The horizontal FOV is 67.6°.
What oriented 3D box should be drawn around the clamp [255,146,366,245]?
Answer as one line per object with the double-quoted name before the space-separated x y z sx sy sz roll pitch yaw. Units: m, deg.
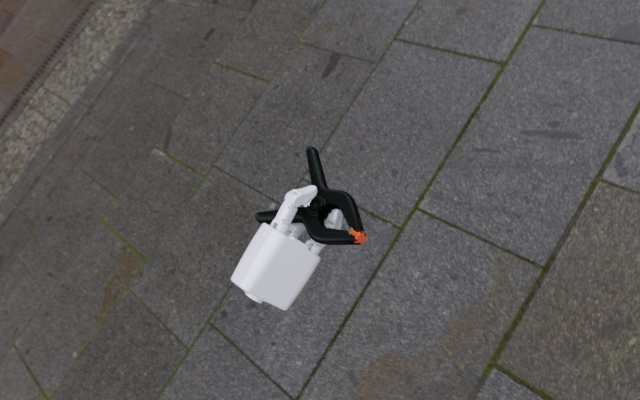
"clamp" 0.000 0.003 0.798 0.210 0.164 0.036 27 -7 36
